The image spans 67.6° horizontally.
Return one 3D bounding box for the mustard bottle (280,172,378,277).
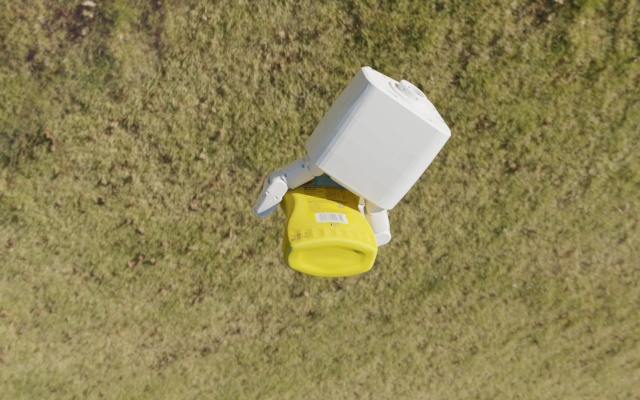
[{"bbox_3d":[0.000,0.002,0.554,0.096,0.058,0.191,2,37,-10],"label":"mustard bottle"}]
